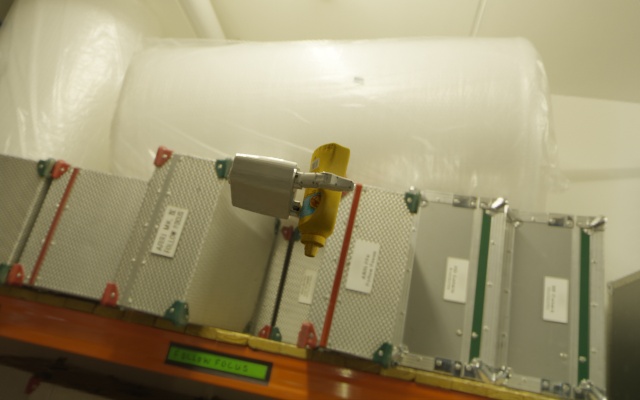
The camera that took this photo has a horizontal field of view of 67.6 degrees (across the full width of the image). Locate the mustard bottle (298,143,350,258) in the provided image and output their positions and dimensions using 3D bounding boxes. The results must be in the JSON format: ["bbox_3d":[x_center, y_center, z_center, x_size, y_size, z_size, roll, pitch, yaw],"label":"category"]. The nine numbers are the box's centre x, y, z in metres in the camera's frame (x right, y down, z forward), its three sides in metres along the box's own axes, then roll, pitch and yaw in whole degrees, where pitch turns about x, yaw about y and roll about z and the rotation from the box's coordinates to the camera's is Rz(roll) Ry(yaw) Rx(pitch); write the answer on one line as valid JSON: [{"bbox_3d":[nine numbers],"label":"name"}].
[{"bbox_3d":[0.001,0.003,0.814,0.058,0.191,0.096,20,-20,-22],"label":"mustard bottle"}]
